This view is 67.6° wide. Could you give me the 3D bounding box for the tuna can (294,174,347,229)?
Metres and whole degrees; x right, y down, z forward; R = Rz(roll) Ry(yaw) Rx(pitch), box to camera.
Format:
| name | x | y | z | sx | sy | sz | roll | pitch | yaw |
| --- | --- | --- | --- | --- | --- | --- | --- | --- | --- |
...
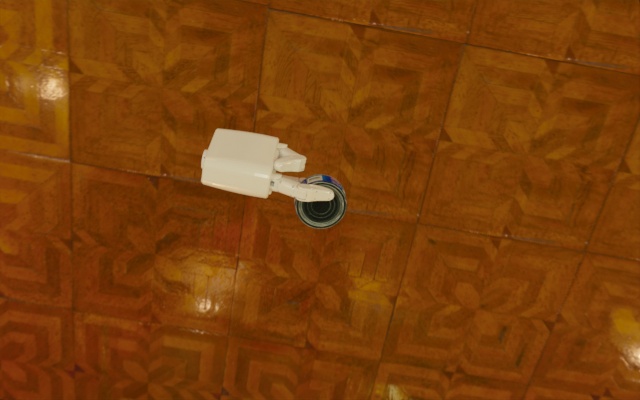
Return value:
| name | x | y | z | sx | sy | sz | roll | pitch | yaw |
| --- | --- | --- | --- | --- | --- | --- | --- | --- | --- |
| tuna can | 0.000 | 0.003 | 0.781 | 0.086 | 0.086 | 0.033 | 0 | 23 | -4 |
